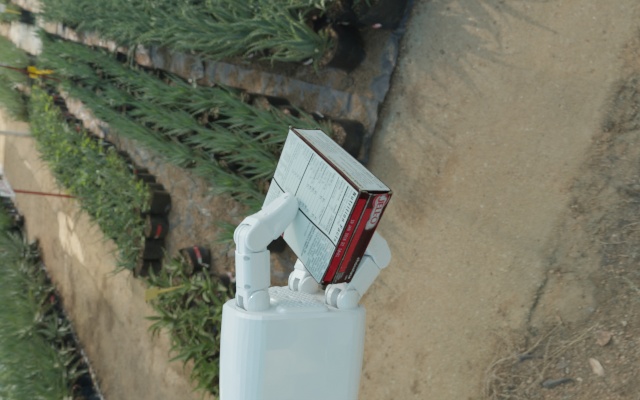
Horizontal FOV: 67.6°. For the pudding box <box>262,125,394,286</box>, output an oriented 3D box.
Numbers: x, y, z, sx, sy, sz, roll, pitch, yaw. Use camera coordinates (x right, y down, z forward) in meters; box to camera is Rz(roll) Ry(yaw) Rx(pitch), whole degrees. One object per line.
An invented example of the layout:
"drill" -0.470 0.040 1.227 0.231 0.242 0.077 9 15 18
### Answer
"pudding box" 0.000 0.001 0.400 0.039 0.090 0.113 1 33 -40
